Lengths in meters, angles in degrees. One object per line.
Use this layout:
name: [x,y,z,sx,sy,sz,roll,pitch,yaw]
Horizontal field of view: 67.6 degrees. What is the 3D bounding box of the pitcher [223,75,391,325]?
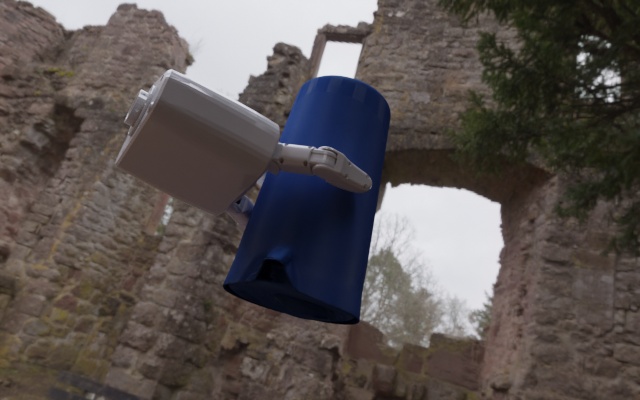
pitcher: [0.000,0.002,0.503,0.145,0.242,0.149,26,-24,-25]
